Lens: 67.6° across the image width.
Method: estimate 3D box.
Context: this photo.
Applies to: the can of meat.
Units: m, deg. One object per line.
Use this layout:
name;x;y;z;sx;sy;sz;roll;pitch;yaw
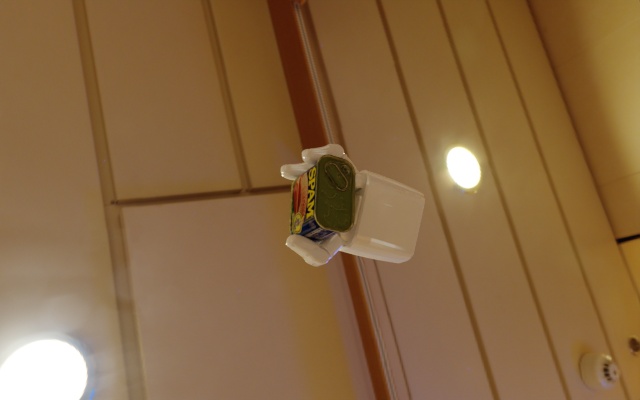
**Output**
can of meat;0.000;0.002;0.637;0.057;0.102;0.084;13;-23;-26
